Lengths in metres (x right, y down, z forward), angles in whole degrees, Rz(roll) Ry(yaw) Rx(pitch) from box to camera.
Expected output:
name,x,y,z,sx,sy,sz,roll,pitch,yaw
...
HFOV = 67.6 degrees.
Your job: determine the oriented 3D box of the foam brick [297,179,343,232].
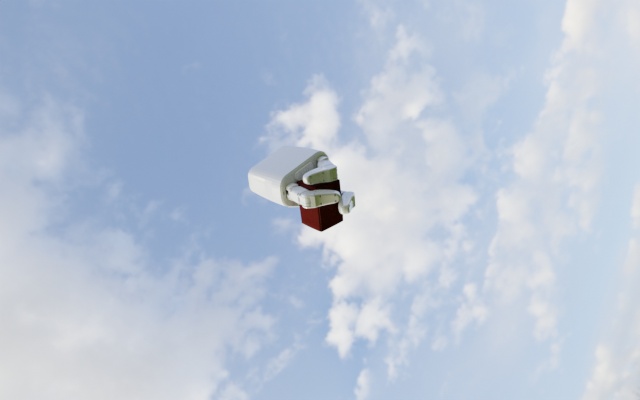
name,x,y,z,sx,sy,sz,roll,pitch,yaw
foam brick,0.000,0.003,0.789,0.053,0.078,0.051,-22,27,-37
